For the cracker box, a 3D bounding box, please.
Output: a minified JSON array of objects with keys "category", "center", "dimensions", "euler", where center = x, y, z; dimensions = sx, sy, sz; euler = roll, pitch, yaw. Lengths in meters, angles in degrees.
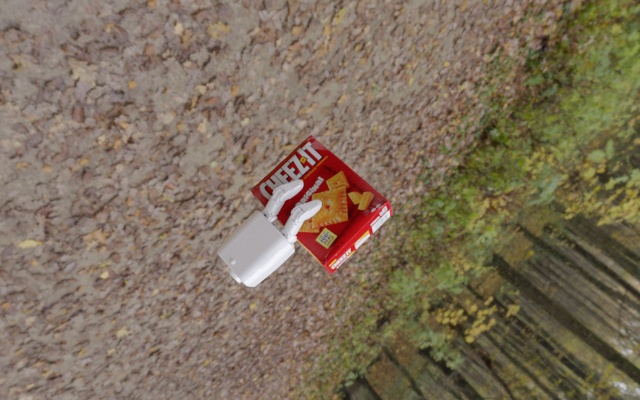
[{"category":"cracker box","center":[0.000,0.003,0.889],"dimensions":[0.213,0.164,0.072],"euler":[43,-9,24]}]
